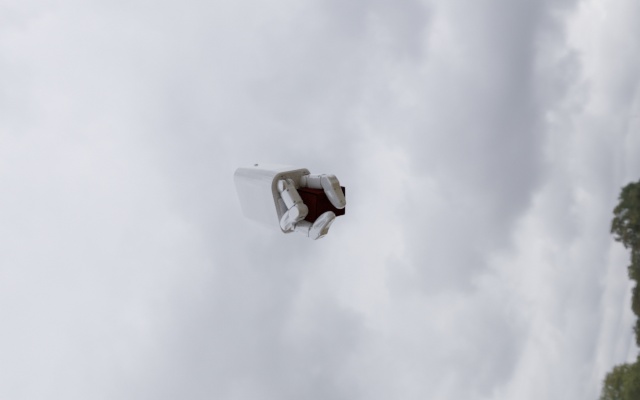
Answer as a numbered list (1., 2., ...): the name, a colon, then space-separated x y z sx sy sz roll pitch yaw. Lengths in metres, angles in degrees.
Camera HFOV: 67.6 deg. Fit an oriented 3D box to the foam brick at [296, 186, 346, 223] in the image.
1. foam brick: 0.000 0.003 0.820 0.051 0.053 0.078 13 17 39
